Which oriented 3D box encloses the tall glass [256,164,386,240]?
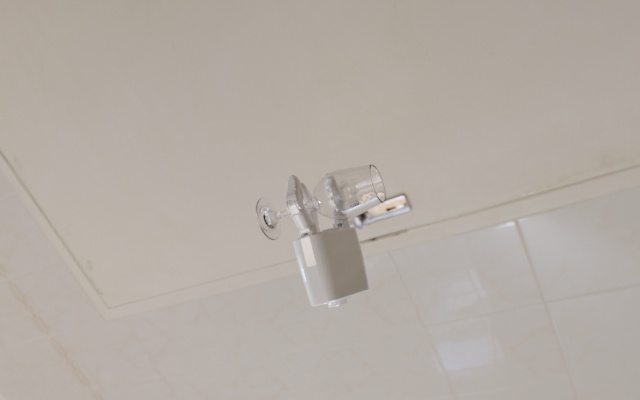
[{"bbox_3d":[-0.001,0.003,0.763,0.201,0.079,0.079,-18,-7,23],"label":"tall glass"}]
